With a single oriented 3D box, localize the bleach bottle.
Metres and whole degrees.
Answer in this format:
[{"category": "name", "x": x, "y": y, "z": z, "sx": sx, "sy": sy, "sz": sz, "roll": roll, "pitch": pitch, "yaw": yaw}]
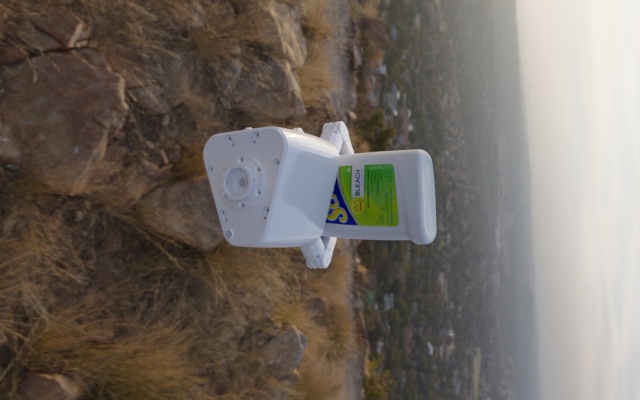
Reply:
[{"category": "bleach bottle", "x": 0.000, "y": 0.002, "z": 0.550, "sx": 0.251, "sy": 0.102, "sz": 0.068, "roll": -4, "pitch": -4, "yaw": 26}]
